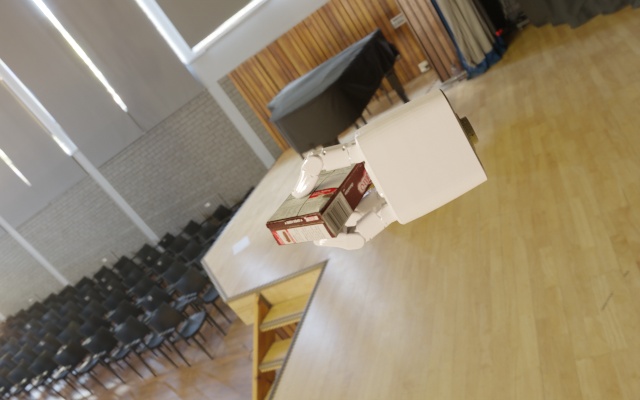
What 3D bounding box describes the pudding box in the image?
[{"bbox_3d":[0.000,0.002,0.572,0.090,0.039,0.113,-13,27,40],"label":"pudding box"}]
